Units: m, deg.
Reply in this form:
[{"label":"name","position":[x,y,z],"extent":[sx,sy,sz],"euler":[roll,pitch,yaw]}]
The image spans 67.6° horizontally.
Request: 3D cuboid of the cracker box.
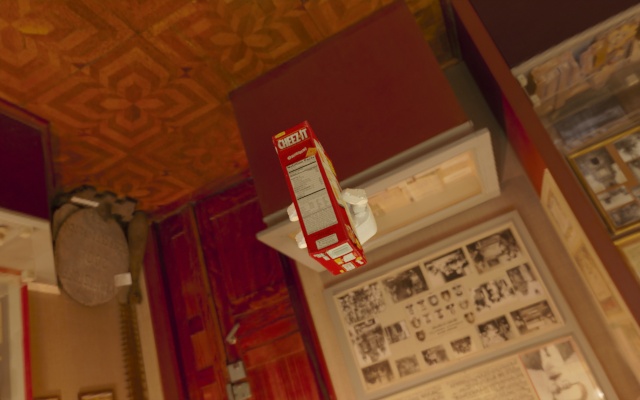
[{"label":"cracker box","position":[0.000,0.003,0.790],"extent":[0.072,0.213,0.164],"euler":[-22,-23,7]}]
